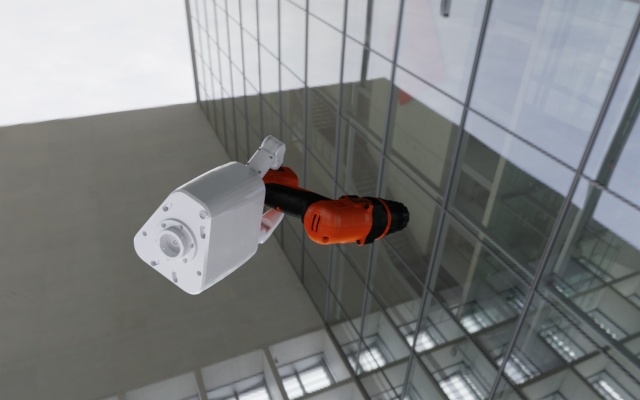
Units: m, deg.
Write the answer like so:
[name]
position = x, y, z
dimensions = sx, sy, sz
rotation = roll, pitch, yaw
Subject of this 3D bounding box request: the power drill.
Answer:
[power drill]
position = 0.000, 0.002, 0.598
dimensions = 0.187, 0.057, 0.184
rotation = 18, 10, 36
